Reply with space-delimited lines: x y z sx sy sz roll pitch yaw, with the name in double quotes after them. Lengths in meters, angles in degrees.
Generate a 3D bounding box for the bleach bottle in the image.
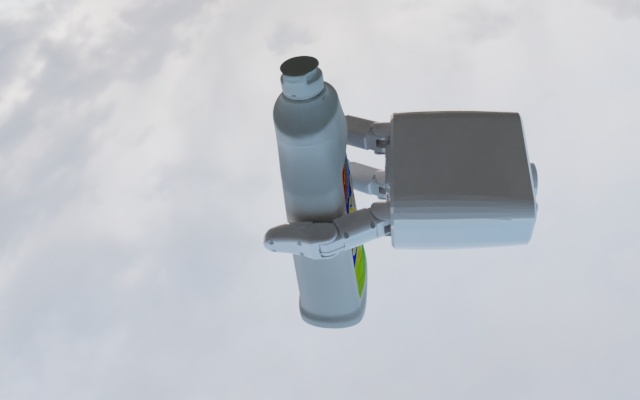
0.000 0.001 0.413 0.068 0.251 0.102 -1 44 10 "bleach bottle"
